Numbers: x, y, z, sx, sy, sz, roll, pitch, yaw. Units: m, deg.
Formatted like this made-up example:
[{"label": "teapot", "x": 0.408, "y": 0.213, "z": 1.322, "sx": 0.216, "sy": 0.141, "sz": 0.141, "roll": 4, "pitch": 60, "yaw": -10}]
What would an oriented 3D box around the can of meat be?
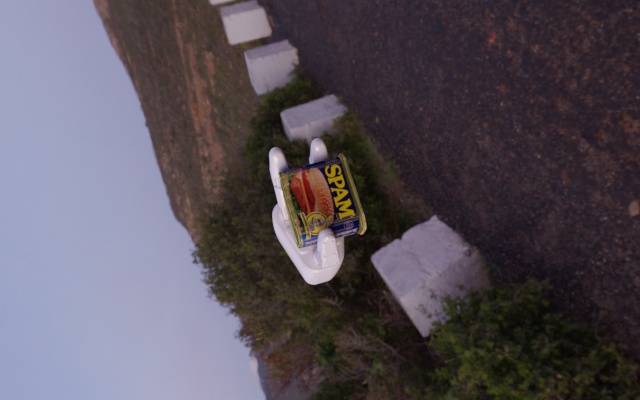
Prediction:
[{"label": "can of meat", "x": 0.000, "y": 0.002, "z": 0.590, "sx": 0.084, "sy": 0.102, "sz": 0.057, "roll": -15, "pitch": -15, "yaw": -8}]
